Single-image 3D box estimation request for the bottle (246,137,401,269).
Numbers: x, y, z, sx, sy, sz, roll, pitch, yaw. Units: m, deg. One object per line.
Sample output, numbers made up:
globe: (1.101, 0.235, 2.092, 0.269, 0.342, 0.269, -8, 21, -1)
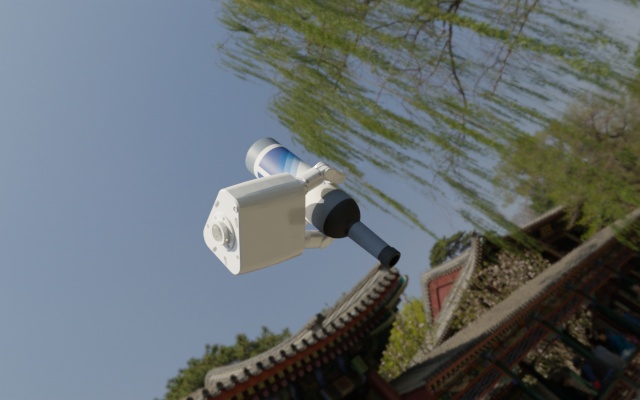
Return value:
bottle: (0.000, 0.002, 0.703, 0.295, 0.069, 0.069, 39, 24, 34)
